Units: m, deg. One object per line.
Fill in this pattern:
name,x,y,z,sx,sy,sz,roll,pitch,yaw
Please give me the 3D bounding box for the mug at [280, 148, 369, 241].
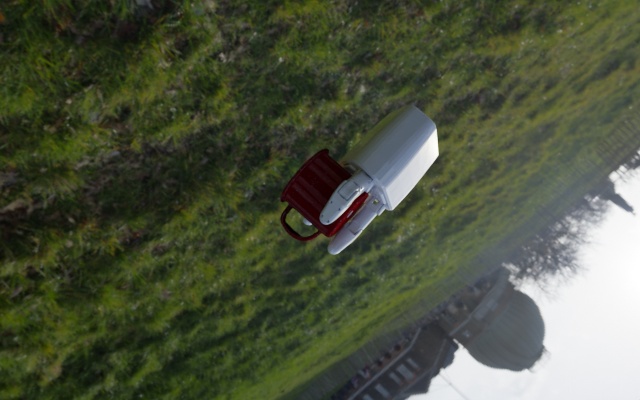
mug,-0.001,0.003,0.620,0.081,0.117,0.093,42,-6,8
